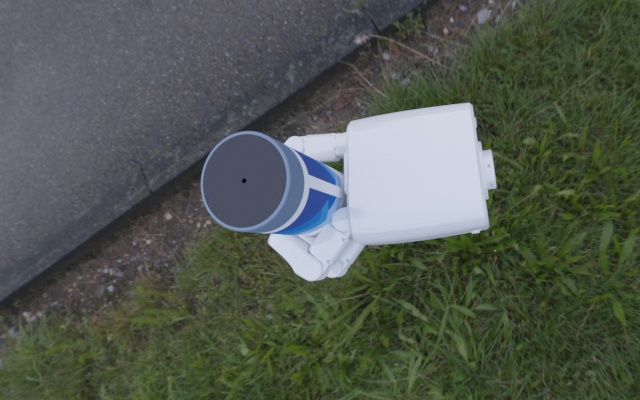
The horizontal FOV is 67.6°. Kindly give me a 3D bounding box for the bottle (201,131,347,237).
[{"bbox_3d":[0.000,0.001,0.448,0.069,0.069,0.296,0,-6,20],"label":"bottle"}]
